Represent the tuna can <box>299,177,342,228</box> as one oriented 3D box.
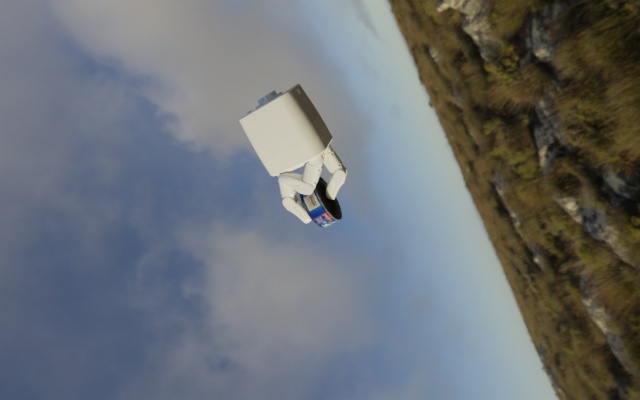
[{"bbox_3d":[0.000,0.003,0.817,0.034,0.086,0.086,-29,-10,18],"label":"tuna can"}]
